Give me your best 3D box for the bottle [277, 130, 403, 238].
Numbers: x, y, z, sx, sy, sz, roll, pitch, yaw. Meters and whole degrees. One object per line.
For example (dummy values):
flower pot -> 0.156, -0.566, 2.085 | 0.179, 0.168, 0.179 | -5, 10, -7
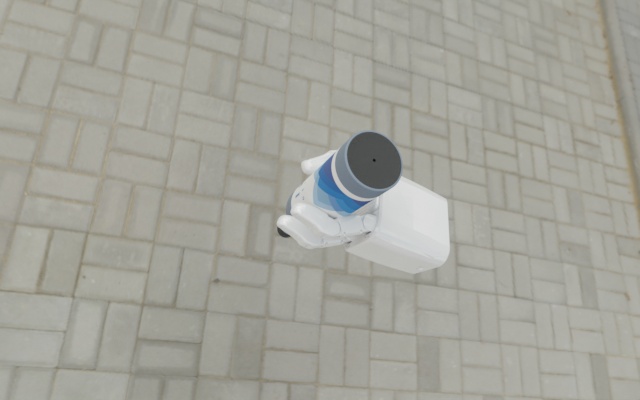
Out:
bottle -> 0.000, 0.002, 0.610 | 0.069, 0.069, 0.296 | 0, -17, -23
